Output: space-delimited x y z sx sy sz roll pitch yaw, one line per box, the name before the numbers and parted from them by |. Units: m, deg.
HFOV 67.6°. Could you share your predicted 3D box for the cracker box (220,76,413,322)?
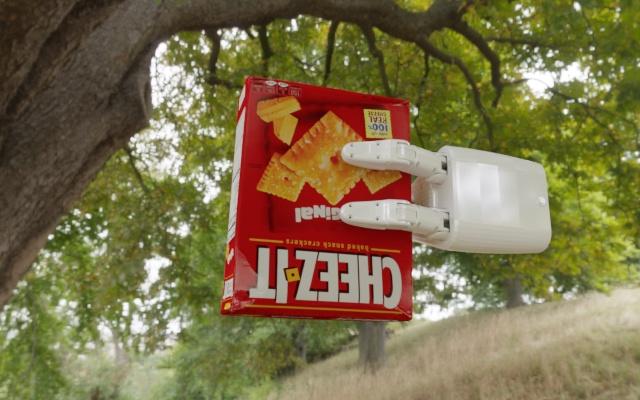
cracker box | 0.000 0.001 0.448 0.164 0.213 0.072 6 -16 -16
